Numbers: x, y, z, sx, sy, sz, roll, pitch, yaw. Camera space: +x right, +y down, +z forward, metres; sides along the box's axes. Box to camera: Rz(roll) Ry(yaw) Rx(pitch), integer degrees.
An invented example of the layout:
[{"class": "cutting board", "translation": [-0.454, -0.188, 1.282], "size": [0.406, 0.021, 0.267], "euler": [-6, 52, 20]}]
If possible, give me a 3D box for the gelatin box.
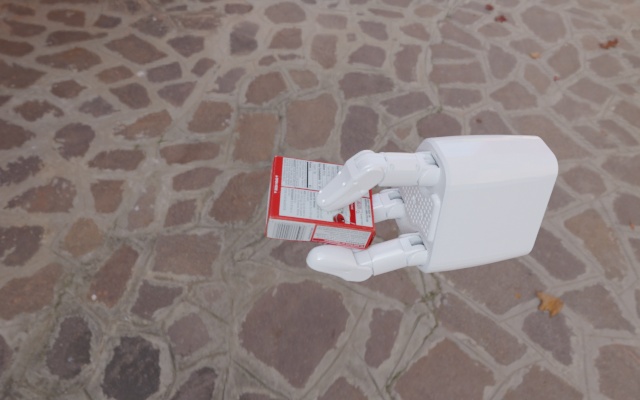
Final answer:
[{"class": "gelatin box", "translation": [0.000, 0.001, 0.407], "size": [0.089, 0.073, 0.030], "euler": [8, -43, -9]}]
